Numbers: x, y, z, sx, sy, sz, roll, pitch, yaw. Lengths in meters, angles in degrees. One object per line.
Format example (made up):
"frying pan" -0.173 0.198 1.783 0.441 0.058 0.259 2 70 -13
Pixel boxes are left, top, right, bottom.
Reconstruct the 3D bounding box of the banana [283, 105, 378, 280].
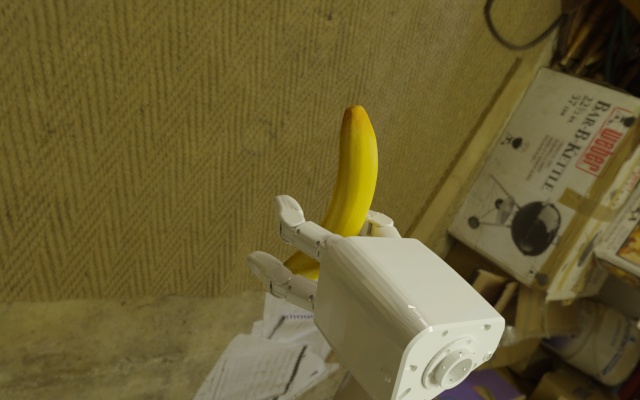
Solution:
"banana" 0.014 0.009 0.457 0.069 0.198 0.037 16 21 -33
